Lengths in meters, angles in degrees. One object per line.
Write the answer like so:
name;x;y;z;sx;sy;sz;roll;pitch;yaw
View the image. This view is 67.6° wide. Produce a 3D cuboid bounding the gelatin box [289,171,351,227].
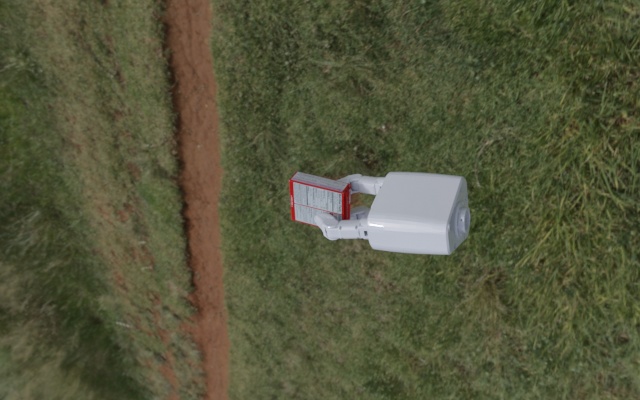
gelatin box;0.000;0.002;0.699;0.089;0.073;0.030;13;38;20
